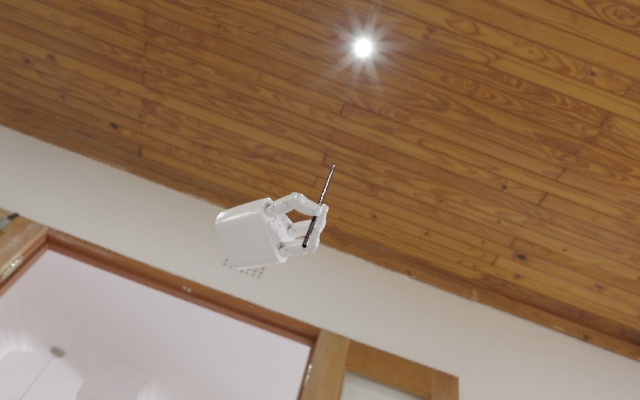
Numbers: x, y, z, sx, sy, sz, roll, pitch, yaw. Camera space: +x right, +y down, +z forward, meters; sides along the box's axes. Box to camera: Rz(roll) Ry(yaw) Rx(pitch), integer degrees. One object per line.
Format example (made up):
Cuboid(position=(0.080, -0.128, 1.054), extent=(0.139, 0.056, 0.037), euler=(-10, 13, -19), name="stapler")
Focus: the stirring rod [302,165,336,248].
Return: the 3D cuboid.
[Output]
Cuboid(position=(0.000, 0.003, 0.850), extent=(0.011, 0.011, 0.239), euler=(0, 35, 15), name="stirring rod")
